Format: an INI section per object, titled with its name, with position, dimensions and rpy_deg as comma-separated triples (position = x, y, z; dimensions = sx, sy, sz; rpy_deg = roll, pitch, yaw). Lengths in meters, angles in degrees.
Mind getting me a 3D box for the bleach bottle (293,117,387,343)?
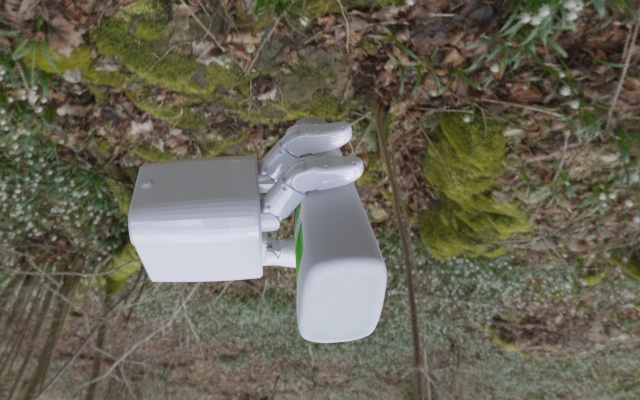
[bleach bottle]
position = 0.000, 0.001, 0.459
dimensions = 0.068, 0.103, 0.250
rpy_deg = -2, 39, -9
